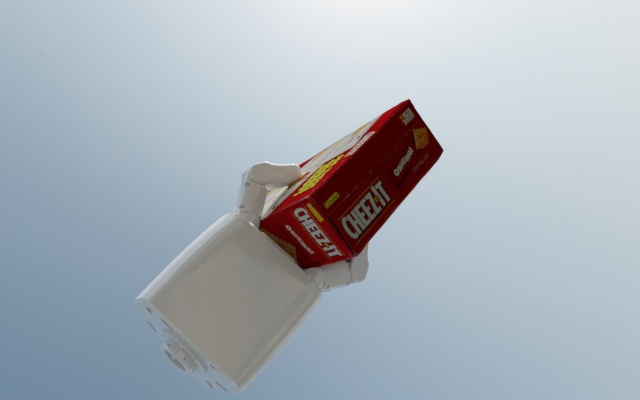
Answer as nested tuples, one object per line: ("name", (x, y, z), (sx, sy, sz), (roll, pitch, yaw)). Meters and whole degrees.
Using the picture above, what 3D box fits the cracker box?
("cracker box", (0.000, 0.002, 0.494), (0.164, 0.072, 0.214), (-46, 13, -34))
